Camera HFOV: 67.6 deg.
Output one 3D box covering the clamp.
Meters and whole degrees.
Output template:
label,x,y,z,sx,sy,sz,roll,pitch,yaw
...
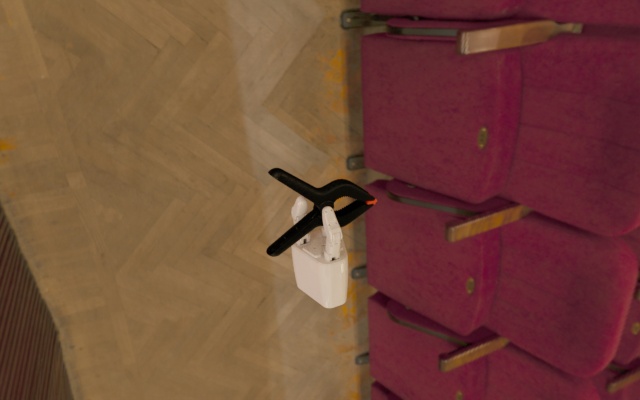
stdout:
label,x,y,z,sx,sy,sz,roll,pitch,yaw
clamp,0.001,0.003,0.822,0.210,0.165,0.036,-15,34,-20
